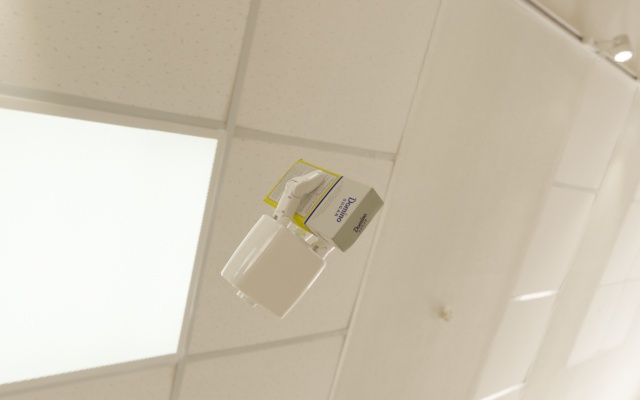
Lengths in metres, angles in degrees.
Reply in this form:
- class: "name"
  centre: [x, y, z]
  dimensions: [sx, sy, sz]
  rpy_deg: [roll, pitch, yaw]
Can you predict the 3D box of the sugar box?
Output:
- class: "sugar box"
  centre: [0.000, 0.003, 0.705]
  dimensions: [0.176, 0.093, 0.048]
  rpy_deg: [28, -16, 46]
